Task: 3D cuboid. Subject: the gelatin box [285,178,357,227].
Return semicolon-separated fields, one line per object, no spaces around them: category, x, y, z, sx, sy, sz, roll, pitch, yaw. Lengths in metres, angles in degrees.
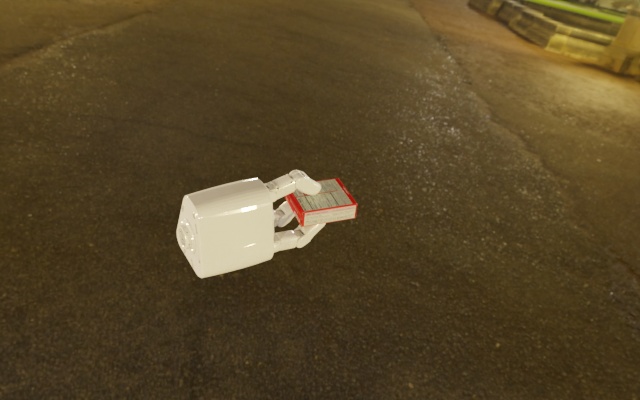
gelatin box;0.000;0.002;0.715;0.089;0.030;0.073;-10;37;-20
